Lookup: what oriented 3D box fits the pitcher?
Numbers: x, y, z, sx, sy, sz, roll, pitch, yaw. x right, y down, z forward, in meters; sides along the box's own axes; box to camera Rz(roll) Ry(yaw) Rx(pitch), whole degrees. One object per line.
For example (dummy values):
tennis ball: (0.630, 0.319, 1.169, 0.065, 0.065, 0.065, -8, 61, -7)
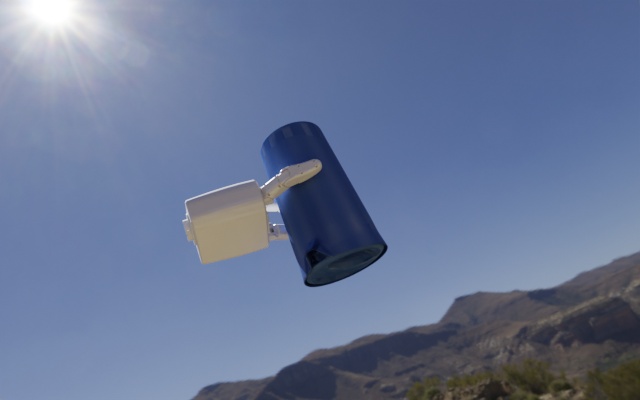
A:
pitcher: (0.000, 0.002, 0.747, 0.145, 0.242, 0.149, -17, -24, -15)
